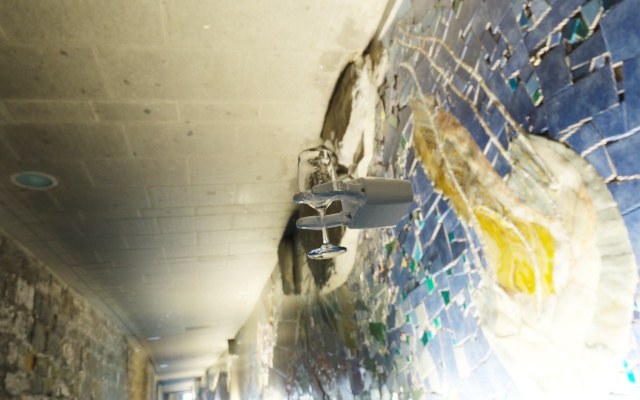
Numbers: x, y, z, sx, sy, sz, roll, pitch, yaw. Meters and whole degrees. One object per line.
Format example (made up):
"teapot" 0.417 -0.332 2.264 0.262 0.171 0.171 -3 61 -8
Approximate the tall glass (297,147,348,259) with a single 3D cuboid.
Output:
"tall glass" 0.000 0.004 0.896 0.079 0.201 0.079 -8 -20 -3
